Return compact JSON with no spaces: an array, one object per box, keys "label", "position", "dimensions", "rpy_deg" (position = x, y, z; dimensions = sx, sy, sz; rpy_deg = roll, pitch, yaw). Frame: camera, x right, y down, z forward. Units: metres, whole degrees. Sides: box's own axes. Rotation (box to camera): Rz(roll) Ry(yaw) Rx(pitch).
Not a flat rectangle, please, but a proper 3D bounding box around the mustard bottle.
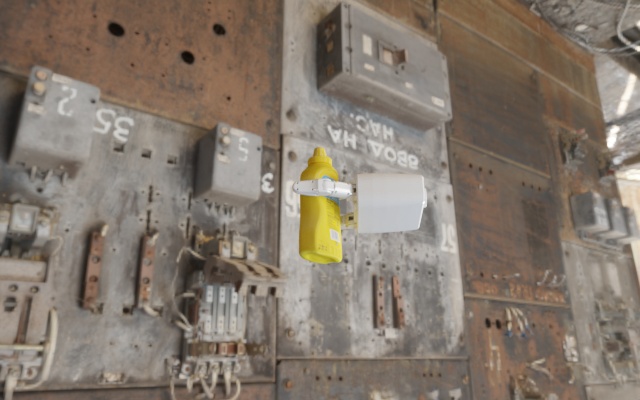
[{"label":"mustard bottle","position":[0.000,0.003,0.786],"dimensions":[0.058,0.191,0.096],"rpy_deg":[-10,-20,26]}]
